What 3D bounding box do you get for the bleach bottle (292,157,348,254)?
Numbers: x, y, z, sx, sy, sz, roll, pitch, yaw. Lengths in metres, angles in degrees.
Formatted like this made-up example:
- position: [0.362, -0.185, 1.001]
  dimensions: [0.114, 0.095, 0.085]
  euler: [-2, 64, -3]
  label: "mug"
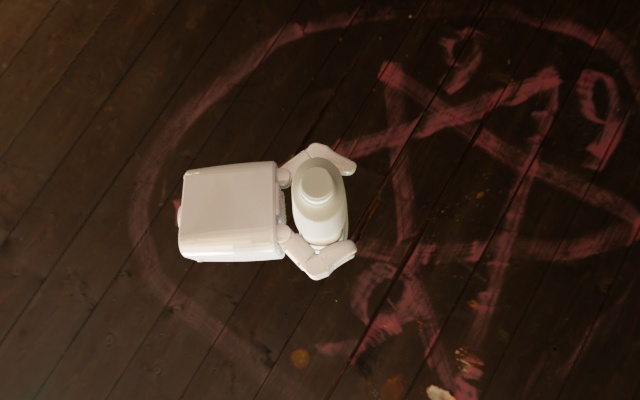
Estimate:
- position: [0.000, 0.002, 0.540]
  dimensions: [0.068, 0.102, 0.251]
  euler: [-4, -12, 1]
  label: "bleach bottle"
